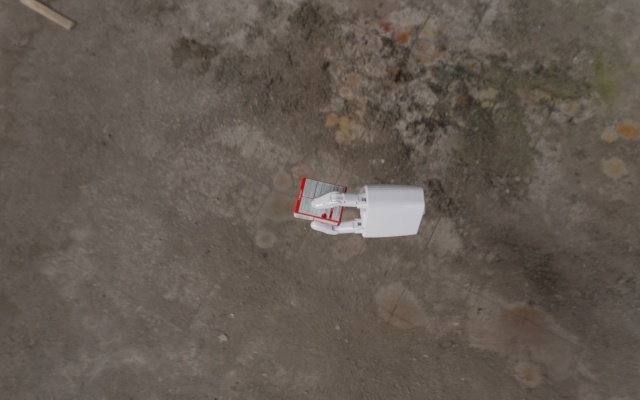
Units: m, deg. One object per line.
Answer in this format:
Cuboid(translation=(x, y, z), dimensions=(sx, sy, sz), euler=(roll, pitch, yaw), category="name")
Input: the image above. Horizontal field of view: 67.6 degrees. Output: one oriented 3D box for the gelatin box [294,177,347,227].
Cuboid(translation=(0.000, 0.003, 0.896), dimensions=(0.089, 0.073, 0.030), euler=(13, -19, -1), category="gelatin box")
